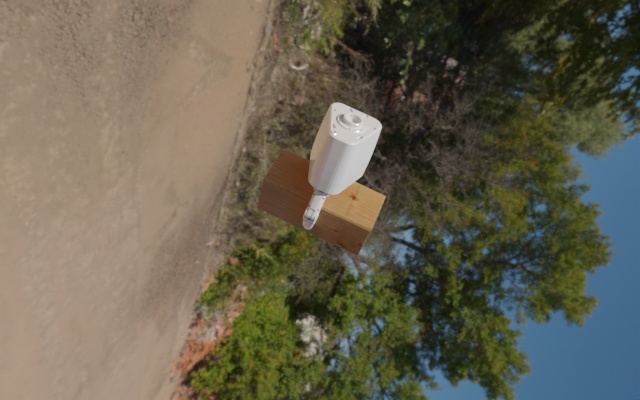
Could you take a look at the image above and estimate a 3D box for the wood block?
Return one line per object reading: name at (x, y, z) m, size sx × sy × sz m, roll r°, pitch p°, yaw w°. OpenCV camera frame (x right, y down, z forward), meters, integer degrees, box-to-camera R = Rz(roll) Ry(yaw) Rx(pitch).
wood block at (0.000, 0.003, 0.874) m, size 0.206 × 0.090 × 0.090 m, roll 25°, pitch -38°, yaw 4°
